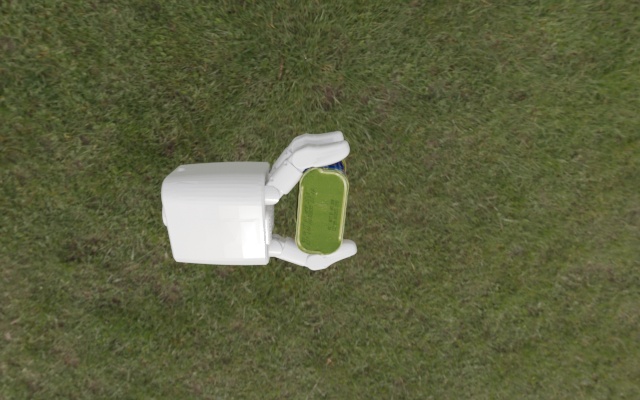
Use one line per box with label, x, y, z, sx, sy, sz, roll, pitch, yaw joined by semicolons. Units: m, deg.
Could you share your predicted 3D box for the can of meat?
can of meat;0.000;0.002;0.537;0.057;0.102;0.084;4;17;-2
